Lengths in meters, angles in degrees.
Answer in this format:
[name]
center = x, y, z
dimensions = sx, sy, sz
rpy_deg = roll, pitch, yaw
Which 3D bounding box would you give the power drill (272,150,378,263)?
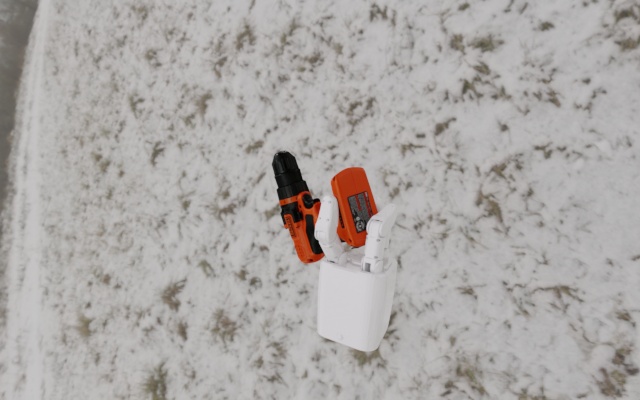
[power drill]
center = 0.000, 0.003, 0.704
dimensions = 0.057, 0.184, 0.187
rpy_deg = -21, 5, -31
